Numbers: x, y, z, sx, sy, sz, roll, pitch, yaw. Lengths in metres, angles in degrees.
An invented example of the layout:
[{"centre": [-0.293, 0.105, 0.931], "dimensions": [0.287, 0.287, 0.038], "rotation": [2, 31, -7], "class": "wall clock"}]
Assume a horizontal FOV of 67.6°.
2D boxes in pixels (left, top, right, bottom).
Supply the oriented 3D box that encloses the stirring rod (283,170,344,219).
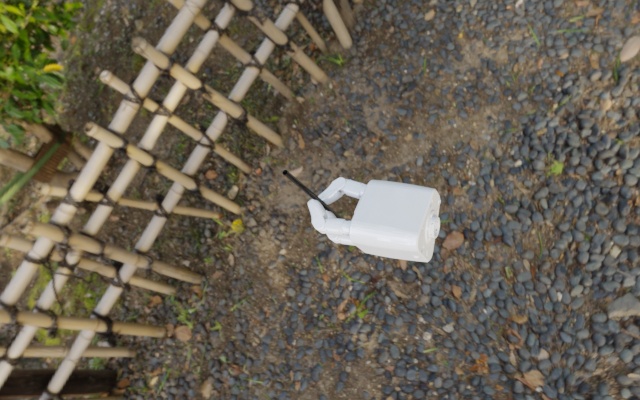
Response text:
[{"centre": [0.000, 0.003, 0.778], "dimensions": [0.011, 0.011, 0.240], "rotation": [0, -21, 27], "class": "stirring rod"}]
